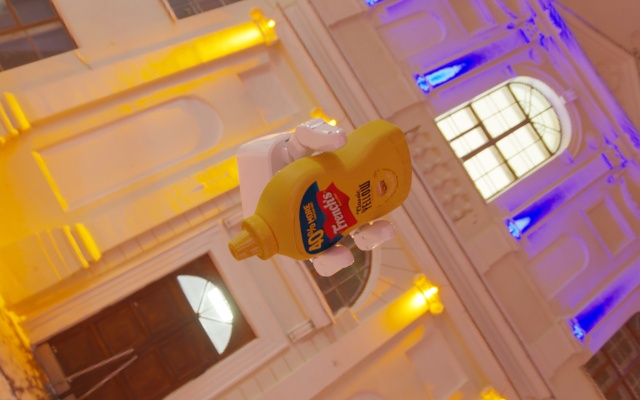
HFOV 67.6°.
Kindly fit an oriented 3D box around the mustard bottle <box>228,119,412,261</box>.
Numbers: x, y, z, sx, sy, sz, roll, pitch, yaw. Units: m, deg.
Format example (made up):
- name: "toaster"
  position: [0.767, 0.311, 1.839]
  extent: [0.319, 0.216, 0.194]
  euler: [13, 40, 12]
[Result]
- name: "mustard bottle"
  position: [0.000, 0.001, 0.448]
  extent: [0.191, 0.096, 0.058]
  euler: [-29, 42, -25]
